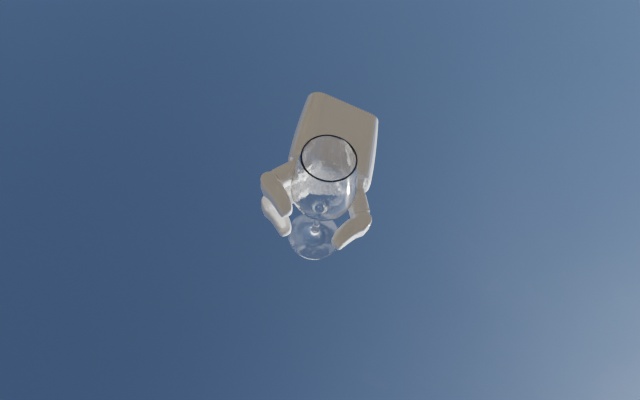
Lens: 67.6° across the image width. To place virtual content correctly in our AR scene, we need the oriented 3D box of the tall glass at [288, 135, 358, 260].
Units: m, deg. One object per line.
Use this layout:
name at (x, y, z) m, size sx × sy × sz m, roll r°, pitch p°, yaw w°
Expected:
tall glass at (0.000, 0.002, 0.596) m, size 0.079 × 0.079 × 0.201 m, roll 0°, pitch -29°, yaw -6°
